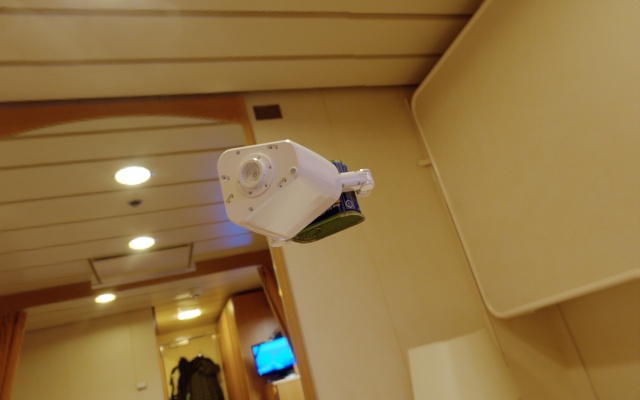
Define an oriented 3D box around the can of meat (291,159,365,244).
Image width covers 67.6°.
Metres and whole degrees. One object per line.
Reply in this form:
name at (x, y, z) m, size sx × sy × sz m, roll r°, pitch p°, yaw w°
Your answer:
can of meat at (0.000, 0.002, 0.656) m, size 0.102 × 0.084 × 0.057 m, roll -24°, pitch -21°, yaw 23°
